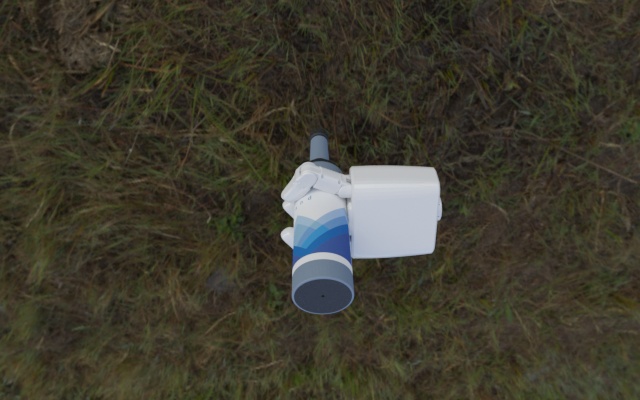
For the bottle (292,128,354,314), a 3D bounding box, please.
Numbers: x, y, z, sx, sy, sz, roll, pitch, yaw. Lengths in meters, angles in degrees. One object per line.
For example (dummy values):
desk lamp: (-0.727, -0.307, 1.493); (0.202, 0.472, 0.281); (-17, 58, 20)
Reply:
bottle: (0.000, 0.002, 0.613); (0.069, 0.069, 0.295); (0, 43, -1)
